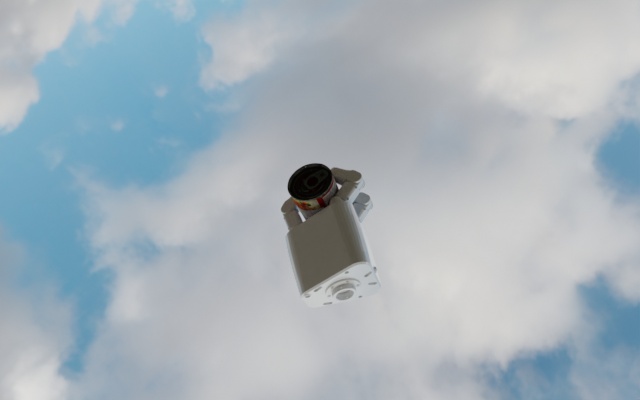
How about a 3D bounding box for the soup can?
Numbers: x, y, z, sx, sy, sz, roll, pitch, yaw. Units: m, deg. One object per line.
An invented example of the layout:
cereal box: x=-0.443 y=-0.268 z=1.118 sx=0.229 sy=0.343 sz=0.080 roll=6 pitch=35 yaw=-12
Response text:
soup can: x=0.000 y=0.002 z=0.713 sx=0.068 sy=0.068 sz=0.102 roll=0 pitch=-36 yaw=22
